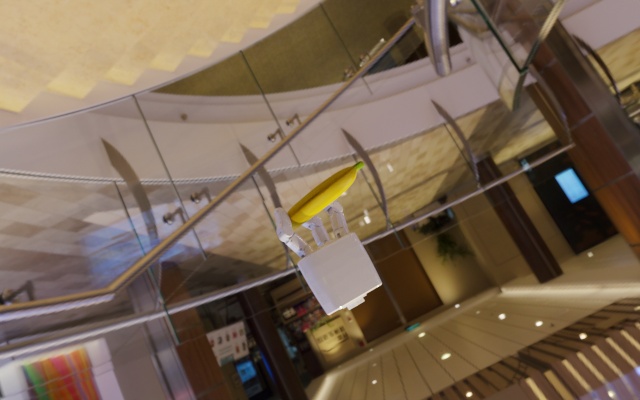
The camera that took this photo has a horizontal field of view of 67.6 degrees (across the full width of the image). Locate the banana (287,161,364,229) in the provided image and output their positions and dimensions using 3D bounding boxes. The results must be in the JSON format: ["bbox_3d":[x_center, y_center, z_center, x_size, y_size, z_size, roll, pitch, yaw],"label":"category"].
[{"bbox_3d":[-0.005,0.002,0.832,0.198,0.037,0.069,-37,-12,22],"label":"banana"}]
